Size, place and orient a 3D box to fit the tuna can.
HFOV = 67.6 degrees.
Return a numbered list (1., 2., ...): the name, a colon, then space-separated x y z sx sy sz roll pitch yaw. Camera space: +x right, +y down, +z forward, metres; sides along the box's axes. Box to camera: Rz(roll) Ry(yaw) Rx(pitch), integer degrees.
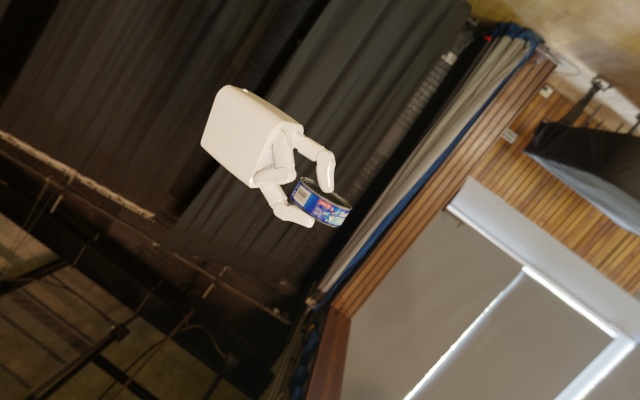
1. tuna can: 0.000 0.003 0.688 0.086 0.034 0.086 30 11 -6
